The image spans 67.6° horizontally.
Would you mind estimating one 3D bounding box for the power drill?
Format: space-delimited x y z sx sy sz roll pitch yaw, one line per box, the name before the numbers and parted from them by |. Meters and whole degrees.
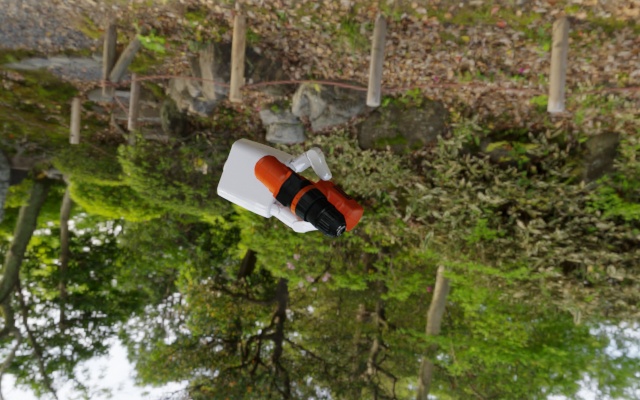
power drill | 0.000 0.003 0.778 0.184 0.057 0.188 41 9 27
